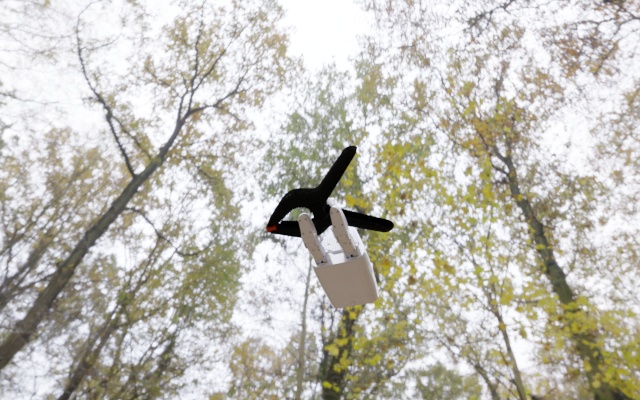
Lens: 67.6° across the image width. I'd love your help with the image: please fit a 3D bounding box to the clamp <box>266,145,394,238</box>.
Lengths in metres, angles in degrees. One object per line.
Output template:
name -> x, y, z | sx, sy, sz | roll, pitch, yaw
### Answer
clamp -> 0.000, 0.002, 0.790 | 0.210, 0.165, 0.036 | -13, 27, 16
